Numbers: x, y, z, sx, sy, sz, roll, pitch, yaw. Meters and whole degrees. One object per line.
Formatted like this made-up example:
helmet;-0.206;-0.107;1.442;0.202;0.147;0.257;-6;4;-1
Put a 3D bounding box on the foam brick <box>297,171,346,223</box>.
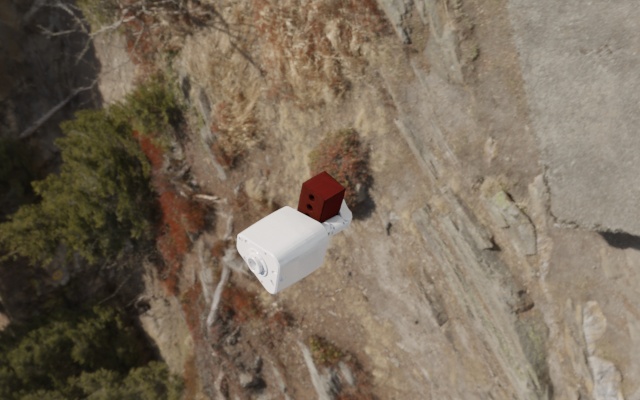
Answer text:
foam brick;0.000;0.002;0.792;0.051;0.078;0.053;-29;57;-35
